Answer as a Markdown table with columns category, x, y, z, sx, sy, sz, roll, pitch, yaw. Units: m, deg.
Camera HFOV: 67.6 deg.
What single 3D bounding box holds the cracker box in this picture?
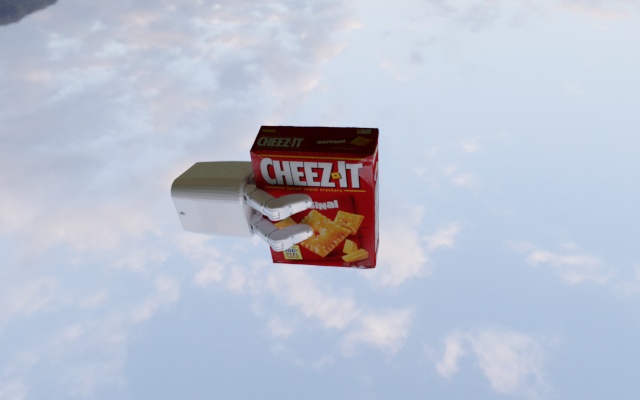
| category | x | y | z | sx | sy | sz | roll | pitch | yaw |
| --- | --- | --- | --- | --- | --- | --- | --- | --- | --- |
| cracker box | 0.000 | 0.002 | 0.683 | 0.164 | 0.214 | 0.072 | 3 | 41 | 10 |
